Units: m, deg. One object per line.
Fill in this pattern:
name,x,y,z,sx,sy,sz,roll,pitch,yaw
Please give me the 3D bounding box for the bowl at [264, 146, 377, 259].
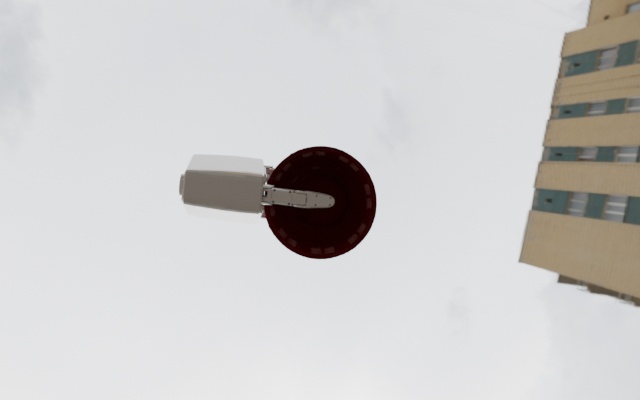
bowl,0.001,0.003,0.703,0.162,0.162,0.055,0,3,1
